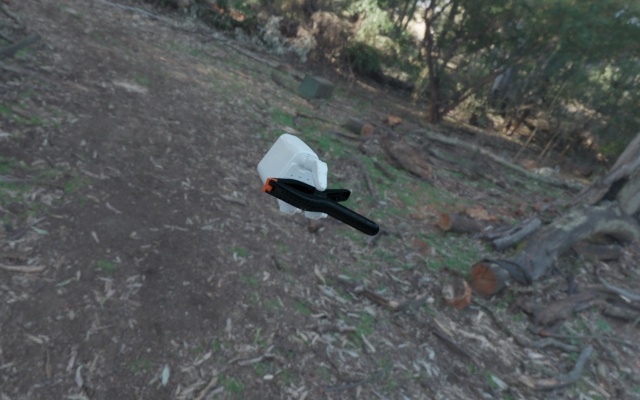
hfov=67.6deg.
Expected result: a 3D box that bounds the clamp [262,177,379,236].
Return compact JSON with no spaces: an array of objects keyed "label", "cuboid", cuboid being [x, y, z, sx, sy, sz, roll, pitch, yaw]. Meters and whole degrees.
[{"label":"clamp","cuboid":[0.000,0.002,0.858,0.210,0.036,0.164,14,19,-31]}]
